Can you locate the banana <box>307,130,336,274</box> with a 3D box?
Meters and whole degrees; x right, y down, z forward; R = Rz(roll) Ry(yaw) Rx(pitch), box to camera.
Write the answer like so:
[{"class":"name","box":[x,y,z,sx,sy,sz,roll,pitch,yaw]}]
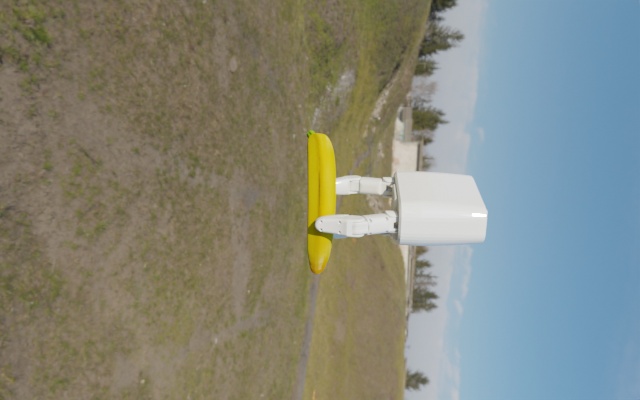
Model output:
[{"class":"banana","box":[0.001,-0.004,0.619,0.037,0.197,0.069,0,-9,-2]}]
